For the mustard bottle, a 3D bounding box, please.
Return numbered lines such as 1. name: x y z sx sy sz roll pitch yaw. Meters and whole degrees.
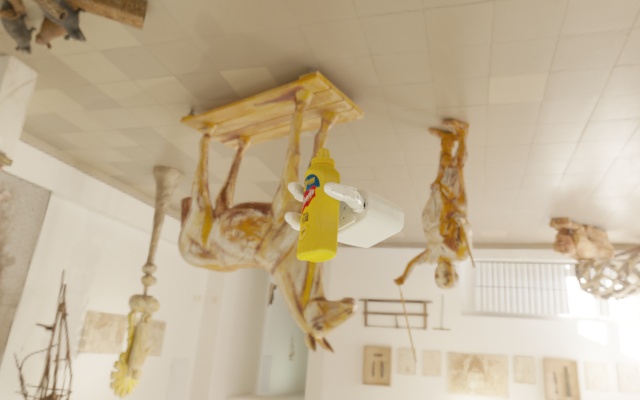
1. mustard bottle: 0.000 0.003 0.803 0.058 0.191 0.096 11 -19 -18
